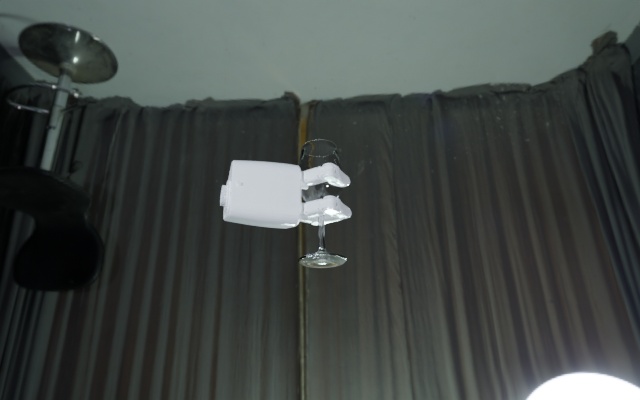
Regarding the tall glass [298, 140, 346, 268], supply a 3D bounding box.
[{"bbox_3d":[0.000,0.003,0.776,0.079,0.201,0.079,-1,-24,0],"label":"tall glass"}]
